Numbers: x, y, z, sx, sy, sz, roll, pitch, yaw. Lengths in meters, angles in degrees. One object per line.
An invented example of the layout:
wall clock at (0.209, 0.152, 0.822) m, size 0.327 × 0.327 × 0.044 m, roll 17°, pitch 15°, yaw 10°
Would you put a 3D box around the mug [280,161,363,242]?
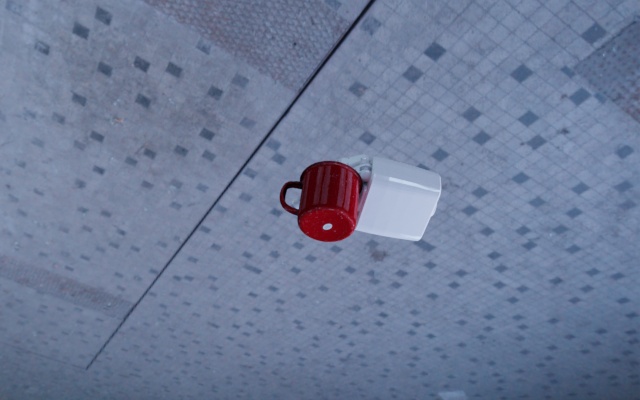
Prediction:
mug at (-0.001, 0.002, 0.674) m, size 0.117 × 0.081 × 0.093 m, roll 12°, pitch -40°, yaw -5°
